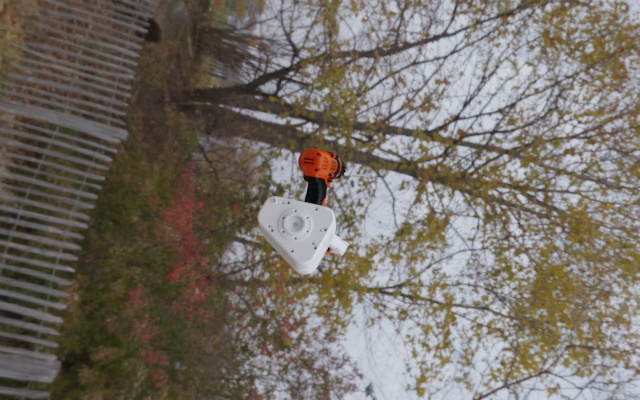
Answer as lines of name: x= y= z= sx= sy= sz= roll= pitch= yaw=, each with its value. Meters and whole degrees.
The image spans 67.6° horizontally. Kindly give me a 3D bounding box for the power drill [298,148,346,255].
power drill: x=0.000 y=0.003 z=0.871 sx=0.057 sy=0.187 sz=0.184 roll=5 pitch=1 yaw=20
